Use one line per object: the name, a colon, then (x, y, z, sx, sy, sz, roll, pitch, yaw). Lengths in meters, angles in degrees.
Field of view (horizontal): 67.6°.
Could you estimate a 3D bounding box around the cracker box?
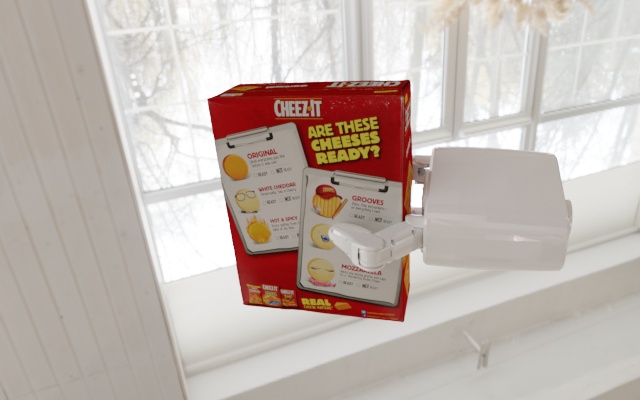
cracker box: (0.000, 0.002, 0.443, 0.164, 0.214, 0.072, 3, 26, 15)
